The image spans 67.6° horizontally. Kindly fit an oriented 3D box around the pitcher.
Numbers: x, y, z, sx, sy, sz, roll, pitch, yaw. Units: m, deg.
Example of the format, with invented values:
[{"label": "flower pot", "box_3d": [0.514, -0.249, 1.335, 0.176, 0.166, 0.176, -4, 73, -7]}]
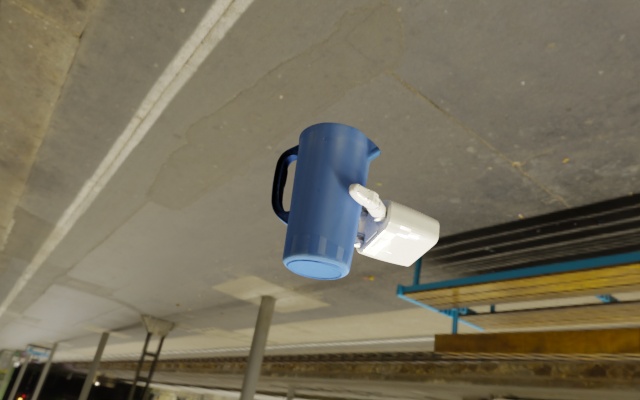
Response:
[{"label": "pitcher", "box_3d": [0.000, 0.003, 0.804, 0.145, 0.242, 0.149, 20, -27, -20]}]
